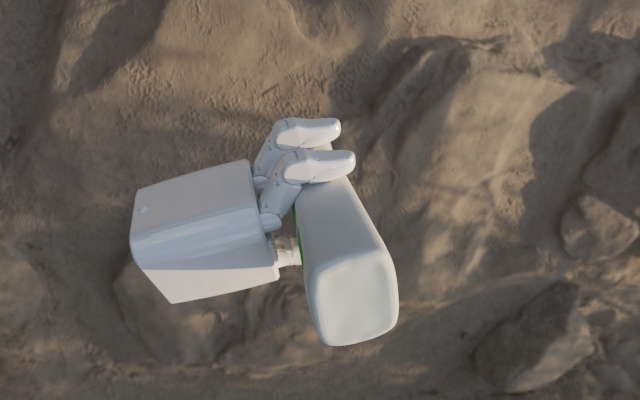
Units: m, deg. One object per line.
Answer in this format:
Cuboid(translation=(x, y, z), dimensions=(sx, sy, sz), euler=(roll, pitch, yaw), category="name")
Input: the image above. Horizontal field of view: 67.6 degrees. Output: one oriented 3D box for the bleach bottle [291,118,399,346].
Cuboid(translation=(0.000, 0.001, 0.445), dimensions=(0.068, 0.103, 0.250), euler=(-14, 38, -5), category="bleach bottle")
